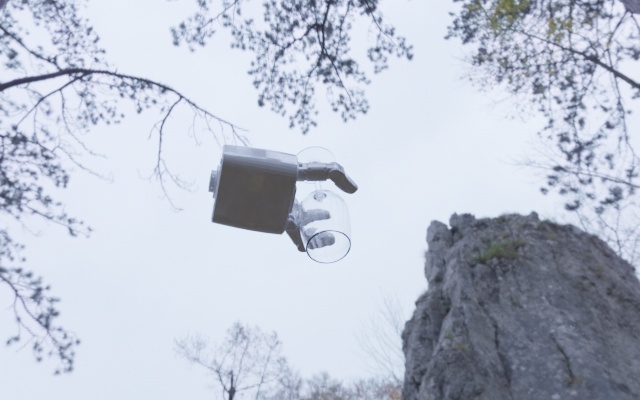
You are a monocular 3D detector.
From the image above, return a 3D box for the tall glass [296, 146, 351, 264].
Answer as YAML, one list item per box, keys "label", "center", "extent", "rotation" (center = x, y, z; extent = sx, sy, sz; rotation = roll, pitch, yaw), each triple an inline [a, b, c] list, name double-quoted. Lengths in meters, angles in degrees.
- label: "tall glass"
  center: [0.000, 0.002, 0.718]
  extent: [0.079, 0.079, 0.200]
  rotation: [0, 38, -8]
